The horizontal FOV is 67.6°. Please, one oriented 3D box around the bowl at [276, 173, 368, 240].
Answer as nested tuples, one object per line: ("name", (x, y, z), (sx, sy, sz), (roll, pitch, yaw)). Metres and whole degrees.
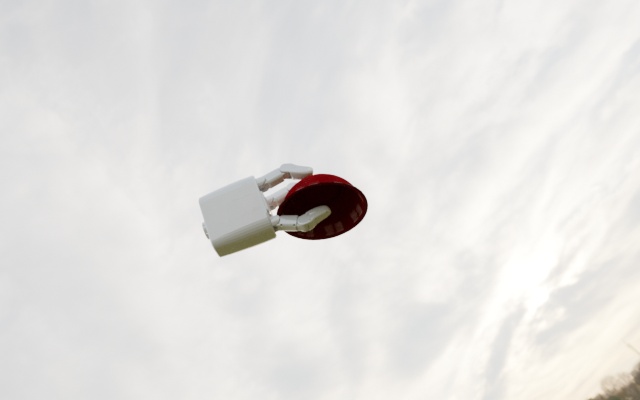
("bowl", (0.001, 0.002, 0.844), (0.162, 0.055, 0.162), (-6, -39, -5))
